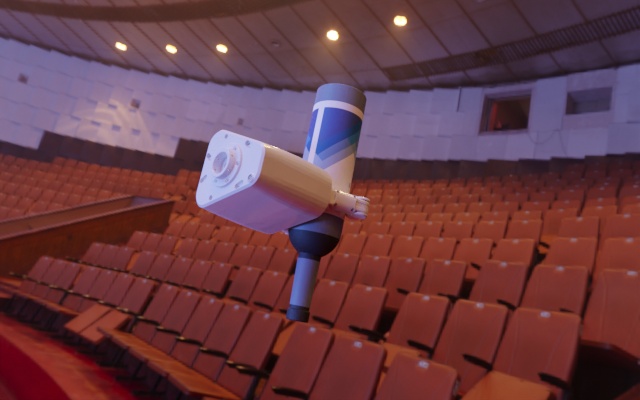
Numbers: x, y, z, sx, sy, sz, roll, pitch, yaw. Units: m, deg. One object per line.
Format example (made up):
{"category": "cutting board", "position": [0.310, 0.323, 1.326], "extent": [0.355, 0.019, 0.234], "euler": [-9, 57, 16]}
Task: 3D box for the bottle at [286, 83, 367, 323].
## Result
{"category": "bottle", "position": [0.000, 0.002, 0.598], "extent": [0.069, 0.295, 0.069], "euler": [11, -13, 2]}
